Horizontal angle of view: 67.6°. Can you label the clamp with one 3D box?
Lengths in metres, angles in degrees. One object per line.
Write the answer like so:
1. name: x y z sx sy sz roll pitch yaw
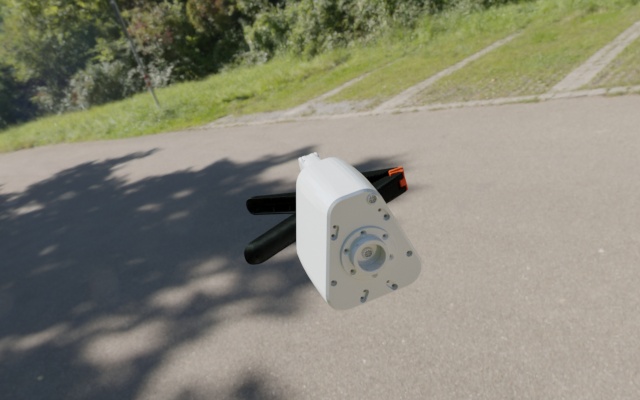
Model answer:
1. clamp: 0.000 0.001 0.582 0.210 0.036 0.164 -21 23 -8
